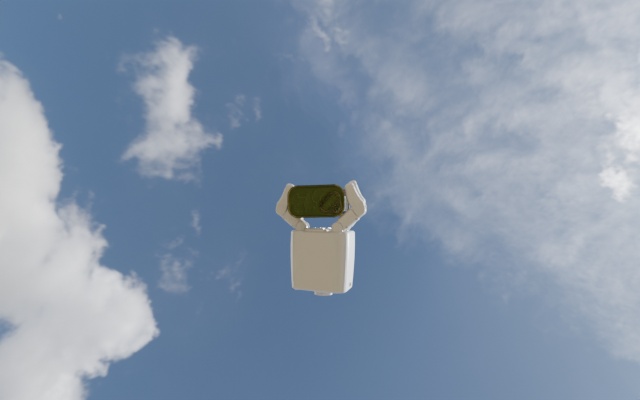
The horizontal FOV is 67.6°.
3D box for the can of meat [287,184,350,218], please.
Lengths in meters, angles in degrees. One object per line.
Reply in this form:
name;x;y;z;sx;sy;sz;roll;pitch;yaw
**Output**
can of meat;0.000;0.003;0.865;0.102;0.057;0.084;-2;-3;12
